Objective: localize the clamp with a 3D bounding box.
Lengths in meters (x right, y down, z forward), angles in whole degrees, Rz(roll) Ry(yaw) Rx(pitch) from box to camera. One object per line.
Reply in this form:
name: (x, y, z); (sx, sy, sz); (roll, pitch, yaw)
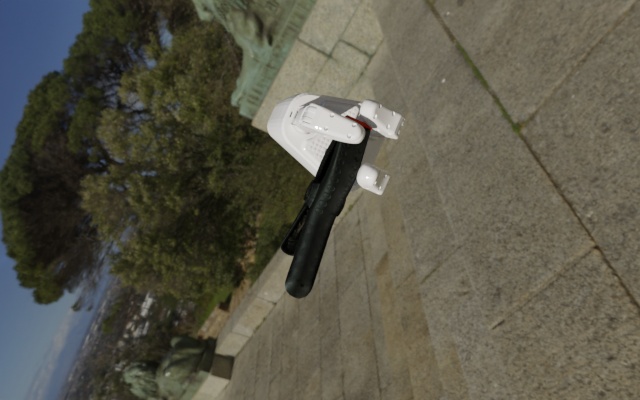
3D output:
clamp: (0.000, 0.001, 0.471); (0.039, 0.171, 0.120); (24, 2, -18)
